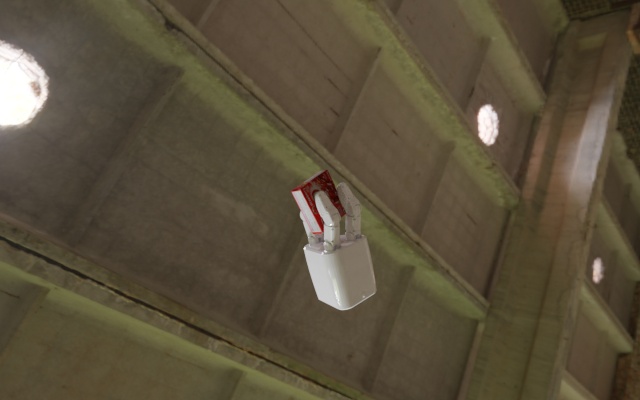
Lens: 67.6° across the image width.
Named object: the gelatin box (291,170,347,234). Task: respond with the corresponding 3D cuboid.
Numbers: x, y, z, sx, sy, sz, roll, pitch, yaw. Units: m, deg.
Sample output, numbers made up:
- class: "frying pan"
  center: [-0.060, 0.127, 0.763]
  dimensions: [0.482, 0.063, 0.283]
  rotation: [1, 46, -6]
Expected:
- class: "gelatin box"
  center: [0.000, 0.002, 0.822]
  dimensions: [0.030, 0.089, 0.073]
  rotation: [-10, 21, 49]
